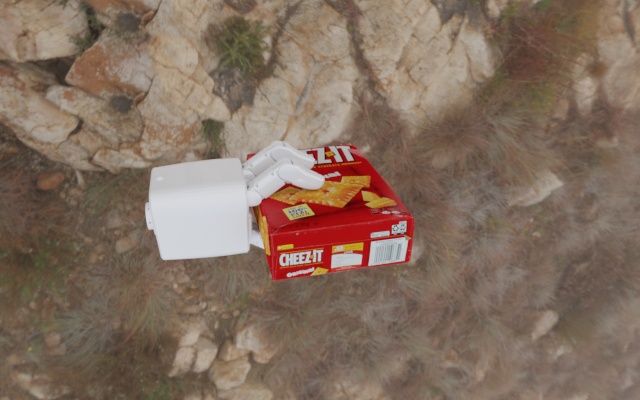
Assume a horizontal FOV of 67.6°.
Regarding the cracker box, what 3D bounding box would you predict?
[{"bbox_3d":[0.000,0.002,0.604,0.164,0.072,0.213,-6,31,-13],"label":"cracker box"}]
